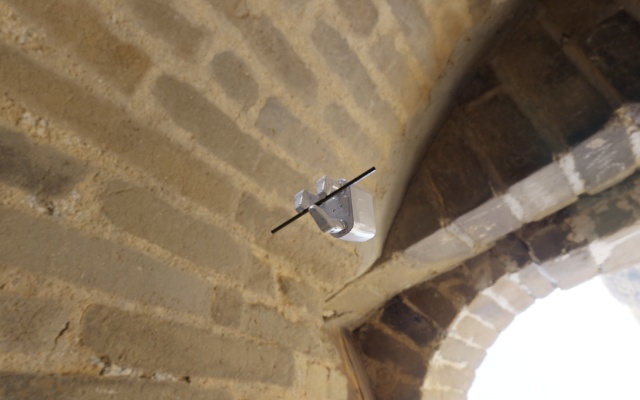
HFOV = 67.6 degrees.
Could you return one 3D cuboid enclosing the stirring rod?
[{"bbox_3d":[0.000,0.003,0.868,0.239,0.011,0.011,-32,-15,24],"label":"stirring rod"}]
